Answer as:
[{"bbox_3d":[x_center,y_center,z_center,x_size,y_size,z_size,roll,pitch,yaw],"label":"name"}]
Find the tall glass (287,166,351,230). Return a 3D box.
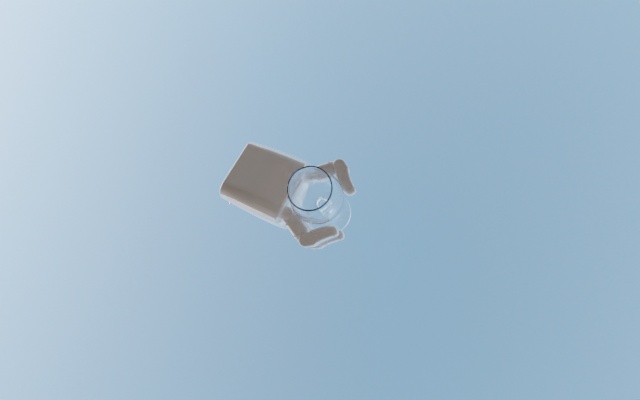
[{"bbox_3d":[0.000,0.002,0.724,0.079,0.079,0.201,0,-11,8],"label":"tall glass"}]
